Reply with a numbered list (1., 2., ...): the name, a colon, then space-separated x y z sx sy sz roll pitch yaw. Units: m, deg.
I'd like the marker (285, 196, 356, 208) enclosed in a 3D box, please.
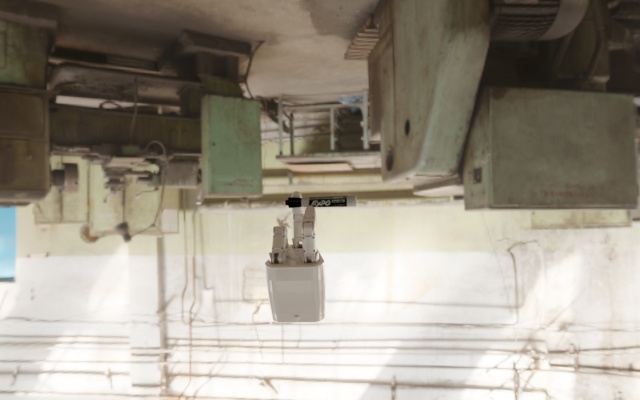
1. marker: 0.000 0.003 0.810 0.121 0.020 0.020 -1 0 7
